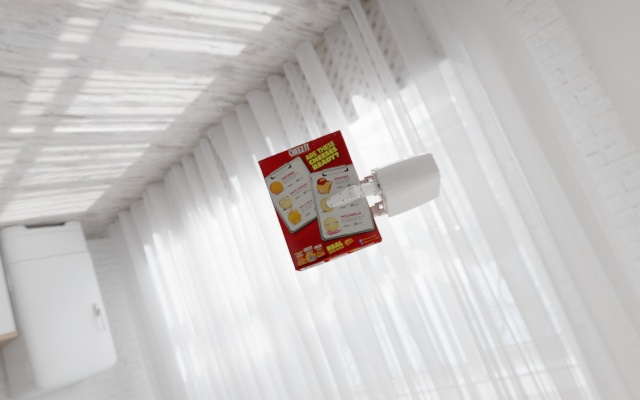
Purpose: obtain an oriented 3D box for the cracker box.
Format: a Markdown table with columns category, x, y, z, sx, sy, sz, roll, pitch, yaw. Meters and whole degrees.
| category | x | y | z | sx | sy | sz | roll | pitch | yaw |
| --- | --- | --- | --- | --- | --- | --- | --- | --- | --- |
| cracker box | 0.000 | 0.003 | 0.873 | 0.164 | 0.213 | 0.072 | -21 | -12 | 2 |
